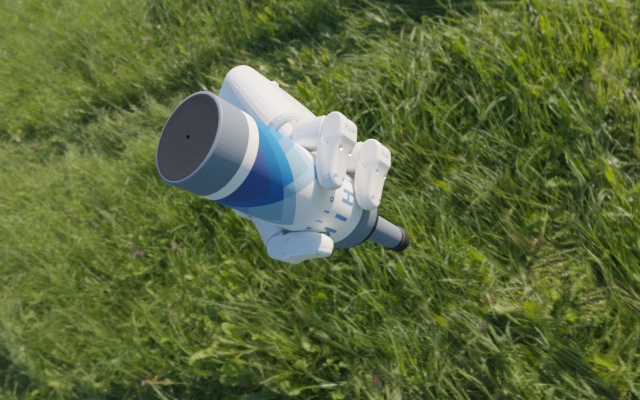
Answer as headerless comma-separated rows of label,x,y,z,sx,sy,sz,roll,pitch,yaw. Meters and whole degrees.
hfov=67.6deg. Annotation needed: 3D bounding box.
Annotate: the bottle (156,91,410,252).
bottle,0.000,0.001,0.423,0.069,0.069,0.296,0,-17,39
